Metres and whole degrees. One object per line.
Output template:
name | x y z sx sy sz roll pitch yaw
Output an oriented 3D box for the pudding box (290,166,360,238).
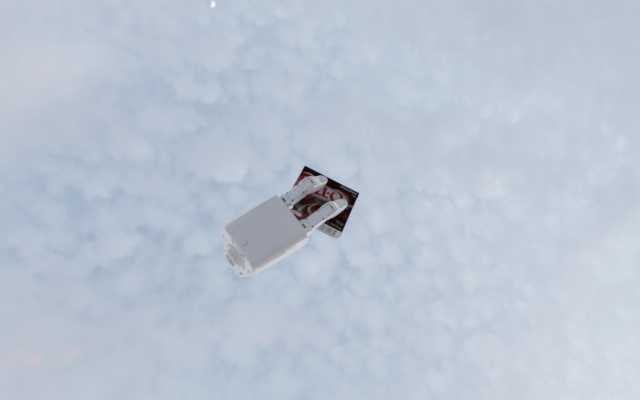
pudding box | 0.000 0.003 0.838 0.113 0.090 0.039 28 -31 -3
